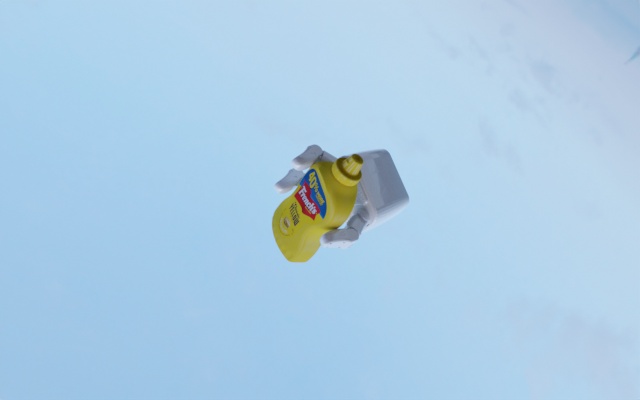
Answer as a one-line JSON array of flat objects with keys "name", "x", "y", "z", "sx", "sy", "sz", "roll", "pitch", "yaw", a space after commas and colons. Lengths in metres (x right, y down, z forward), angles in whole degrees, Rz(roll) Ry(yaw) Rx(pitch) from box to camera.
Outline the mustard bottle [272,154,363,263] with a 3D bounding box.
[{"name": "mustard bottle", "x": 0.000, "y": 0.002, "z": 0.671, "sx": 0.058, "sy": 0.096, "sz": 0.192, "roll": 7, "pitch": -40, "yaw": -35}]
